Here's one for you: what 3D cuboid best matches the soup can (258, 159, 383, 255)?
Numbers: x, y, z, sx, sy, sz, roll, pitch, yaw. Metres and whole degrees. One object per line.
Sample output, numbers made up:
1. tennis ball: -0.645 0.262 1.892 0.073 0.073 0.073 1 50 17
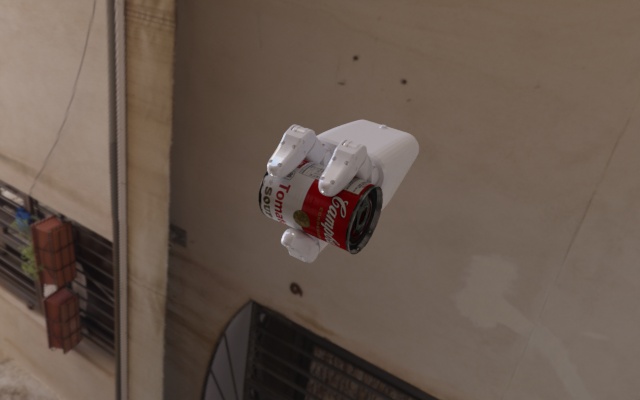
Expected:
1. soup can: 0.000 0.002 0.462 0.102 0.068 0.068 22 9 24
